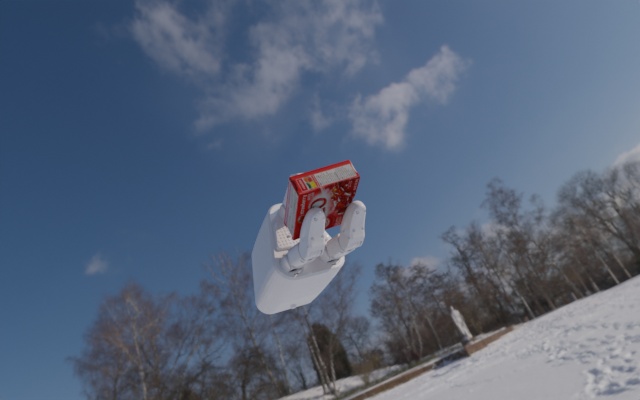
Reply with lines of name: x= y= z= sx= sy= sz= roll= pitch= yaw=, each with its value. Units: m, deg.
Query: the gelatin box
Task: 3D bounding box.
gelatin box: x=0.000 y=0.001 z=0.535 sx=0.073 sy=0.030 sz=0.089 roll=-17 pitch=-33 yaw=-21
